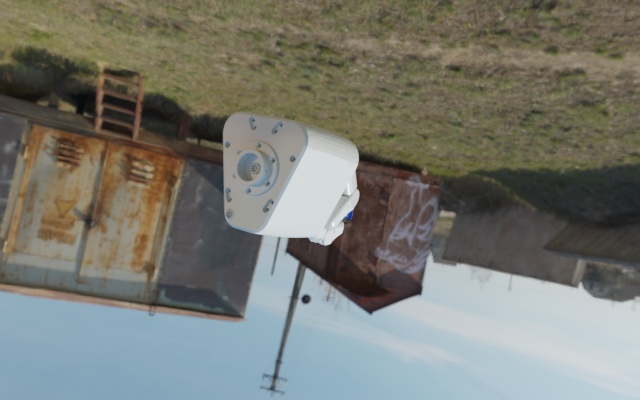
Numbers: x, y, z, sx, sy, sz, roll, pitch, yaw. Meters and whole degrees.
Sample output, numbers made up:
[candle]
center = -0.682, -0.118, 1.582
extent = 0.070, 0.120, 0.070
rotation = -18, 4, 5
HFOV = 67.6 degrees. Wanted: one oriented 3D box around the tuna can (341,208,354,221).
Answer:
[tuna can]
center = 0.000, 0.003, 0.597
extent = 0.086, 0.034, 0.086
rotation = 9, 4, -1
